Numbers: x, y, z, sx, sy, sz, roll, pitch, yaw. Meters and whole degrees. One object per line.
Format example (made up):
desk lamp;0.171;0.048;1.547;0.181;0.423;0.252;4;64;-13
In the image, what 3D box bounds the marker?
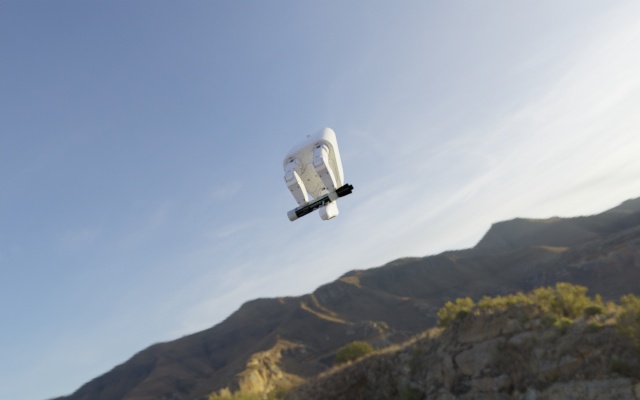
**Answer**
marker;0.000;0.003;0.794;0.121;0.020;0.020;-26;-7;15
